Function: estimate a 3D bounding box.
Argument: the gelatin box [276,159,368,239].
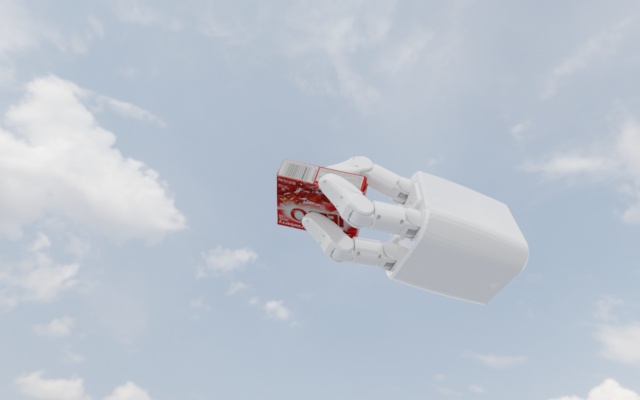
[{"bbox_3d":[0.000,0.001,0.491,0.089,0.073,0.030,13,47,8],"label":"gelatin box"}]
